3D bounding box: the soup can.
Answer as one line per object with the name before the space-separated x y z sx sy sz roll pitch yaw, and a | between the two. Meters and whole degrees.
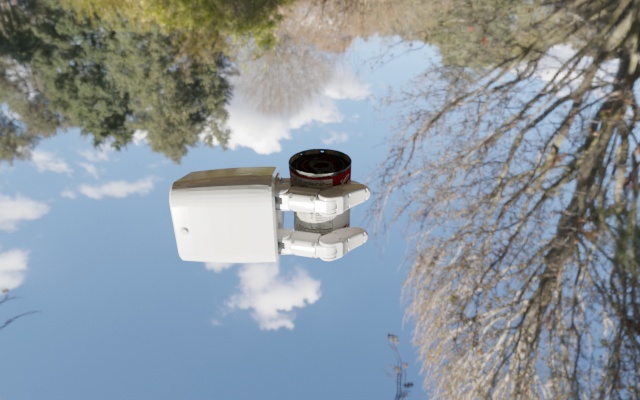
soup can | 0.001 0.002 0.536 0.068 0.102 0.068 -1 28 0
